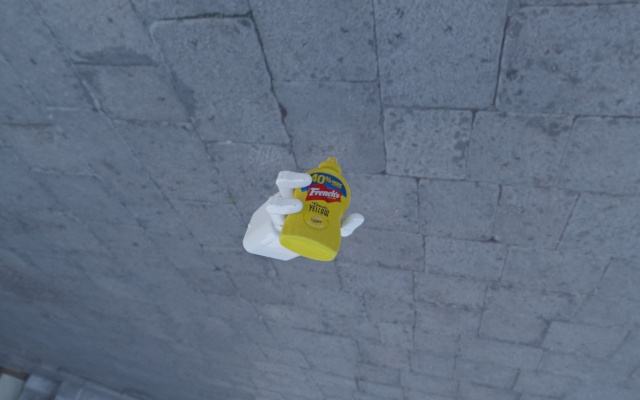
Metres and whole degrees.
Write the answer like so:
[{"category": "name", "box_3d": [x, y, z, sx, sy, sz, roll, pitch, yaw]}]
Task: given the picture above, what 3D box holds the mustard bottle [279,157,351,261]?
[{"category": "mustard bottle", "box_3d": [0.000, 0.003, 0.804, 0.096, 0.191, 0.058, 18, -36, -2]}]
